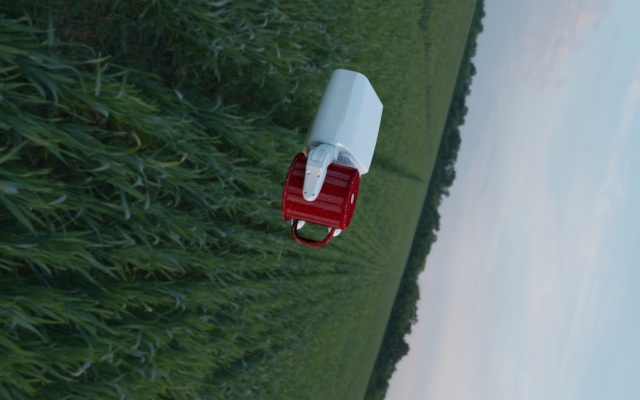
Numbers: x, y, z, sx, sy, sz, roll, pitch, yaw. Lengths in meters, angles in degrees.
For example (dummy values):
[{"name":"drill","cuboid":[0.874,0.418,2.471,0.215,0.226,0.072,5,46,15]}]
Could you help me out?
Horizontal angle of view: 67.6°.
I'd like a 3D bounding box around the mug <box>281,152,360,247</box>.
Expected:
[{"name":"mug","cuboid":[0.000,0.003,0.617,0.081,0.117,0.093,13,-11,12]}]
